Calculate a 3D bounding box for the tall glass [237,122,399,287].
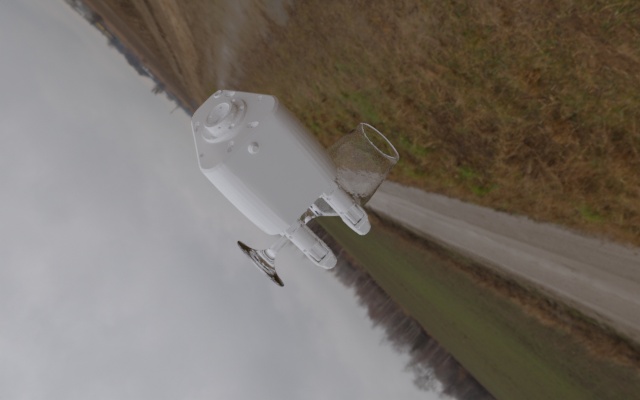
[{"bbox_3d":[0.000,0.002,0.552,0.079,0.201,0.079,44,-3,3],"label":"tall glass"}]
